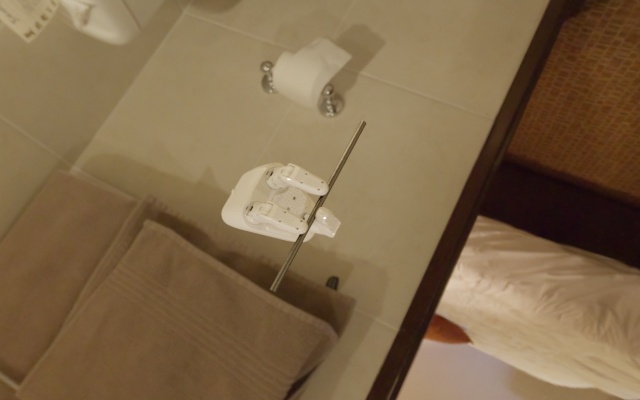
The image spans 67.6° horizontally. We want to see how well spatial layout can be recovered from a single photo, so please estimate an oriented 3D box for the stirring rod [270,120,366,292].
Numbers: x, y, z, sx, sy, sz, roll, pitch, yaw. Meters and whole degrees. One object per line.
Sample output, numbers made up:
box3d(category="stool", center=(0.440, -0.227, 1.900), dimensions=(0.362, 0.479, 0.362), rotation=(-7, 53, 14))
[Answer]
box3d(category="stirring rod", center=(0.000, 0.002, 0.581), dimensions=(0.011, 0.239, 0.011), rotation=(26, -15, 8))
